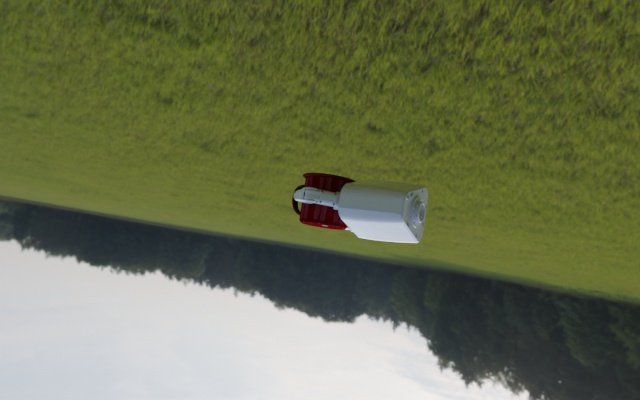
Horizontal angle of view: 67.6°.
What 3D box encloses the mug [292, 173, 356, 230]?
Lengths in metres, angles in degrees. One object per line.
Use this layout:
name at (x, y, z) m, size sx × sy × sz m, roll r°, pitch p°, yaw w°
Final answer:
mug at (-0.001, 0.003, 0.805) m, size 0.117 × 0.081 × 0.093 m, roll 5°, pitch -8°, yaw 32°
